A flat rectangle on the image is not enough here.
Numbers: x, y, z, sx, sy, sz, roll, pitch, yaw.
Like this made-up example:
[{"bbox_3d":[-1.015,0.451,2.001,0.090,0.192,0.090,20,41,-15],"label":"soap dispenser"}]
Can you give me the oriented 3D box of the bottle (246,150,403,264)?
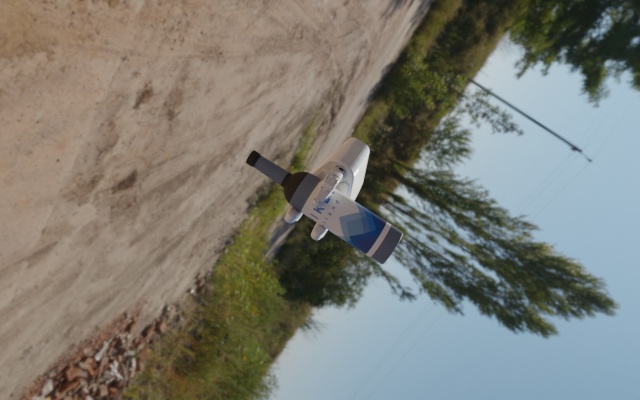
[{"bbox_3d":[0.000,0.003,0.827,0.295,0.069,0.069,33,2,3],"label":"bottle"}]
